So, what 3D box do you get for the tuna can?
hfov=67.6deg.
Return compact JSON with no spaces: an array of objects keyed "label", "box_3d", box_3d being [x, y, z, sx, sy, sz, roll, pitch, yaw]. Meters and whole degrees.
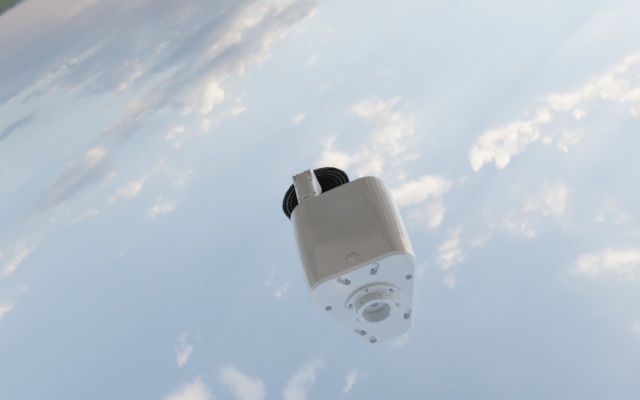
[{"label":"tuna can","box_3d":[0.000,0.002,0.563,0.086,0.086,0.034,0,-42,33]}]
